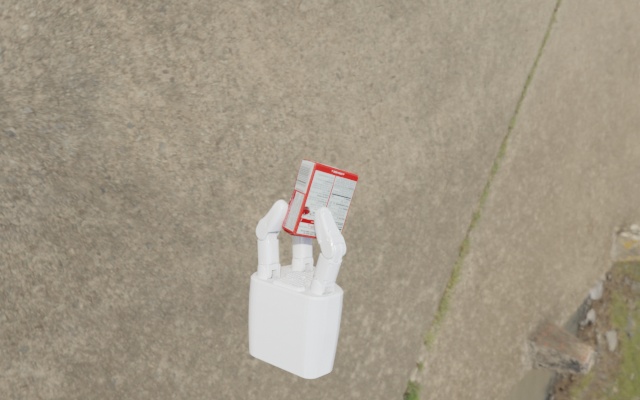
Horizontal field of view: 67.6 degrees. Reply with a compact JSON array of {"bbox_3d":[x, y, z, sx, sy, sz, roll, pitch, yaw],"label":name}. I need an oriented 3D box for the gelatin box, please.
[{"bbox_3d":[0.000,0.002,0.572,0.073,0.089,0.030,13,7,-41],"label":"gelatin box"}]
